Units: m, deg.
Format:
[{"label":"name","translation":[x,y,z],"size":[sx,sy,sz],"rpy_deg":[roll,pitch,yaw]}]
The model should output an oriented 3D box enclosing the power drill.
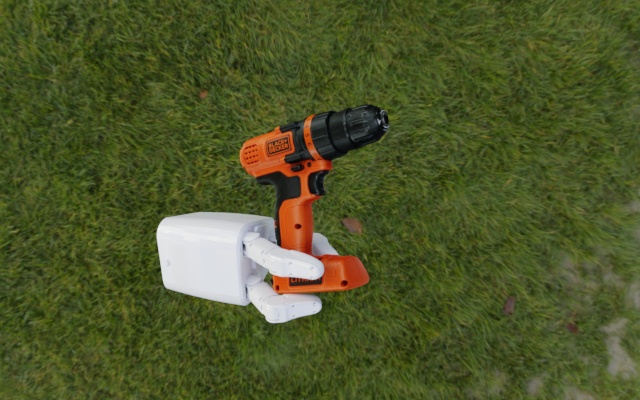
[{"label":"power drill","translation":[0.000,0.002,0.516],"size":[0.184,0.187,0.057],"rpy_deg":[-12,-7,35]}]
